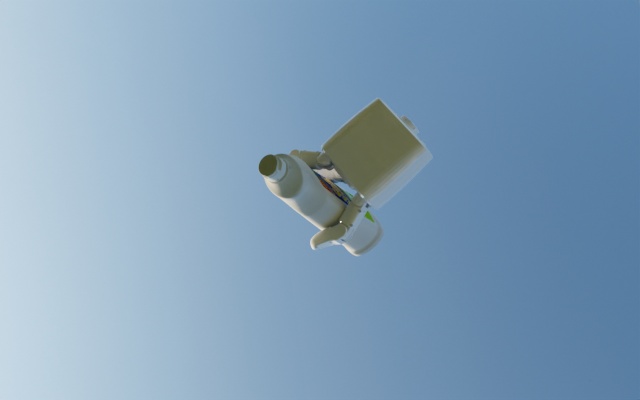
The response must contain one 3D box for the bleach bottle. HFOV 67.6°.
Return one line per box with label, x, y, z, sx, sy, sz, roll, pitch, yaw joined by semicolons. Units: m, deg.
bleach bottle;0.000;0.002;0.671;0.068;0.102;0.251;-42;-33;10
